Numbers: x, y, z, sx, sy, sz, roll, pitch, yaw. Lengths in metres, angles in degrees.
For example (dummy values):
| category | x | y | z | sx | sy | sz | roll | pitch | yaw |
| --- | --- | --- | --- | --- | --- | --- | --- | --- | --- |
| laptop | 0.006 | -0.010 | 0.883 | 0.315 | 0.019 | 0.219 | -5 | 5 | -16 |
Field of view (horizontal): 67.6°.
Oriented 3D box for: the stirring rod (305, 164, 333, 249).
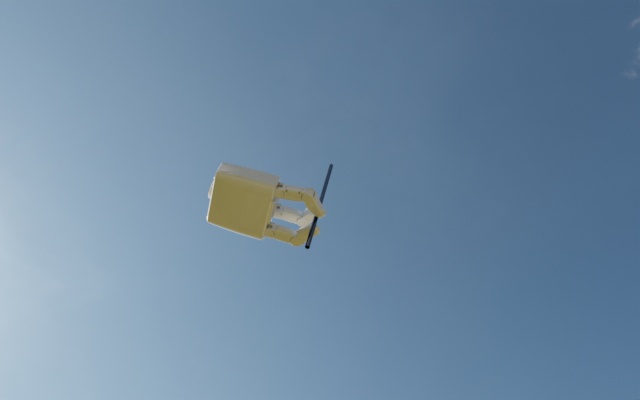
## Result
| category | x | y | z | sx | sy | sz | roll | pitch | yaw |
| --- | --- | --- | --- | --- | --- | --- | --- | --- | --- |
| stirring rod | 0.000 | 0.003 | 0.868 | 0.011 | 0.011 | 0.239 | 0 | 38 | 13 |
